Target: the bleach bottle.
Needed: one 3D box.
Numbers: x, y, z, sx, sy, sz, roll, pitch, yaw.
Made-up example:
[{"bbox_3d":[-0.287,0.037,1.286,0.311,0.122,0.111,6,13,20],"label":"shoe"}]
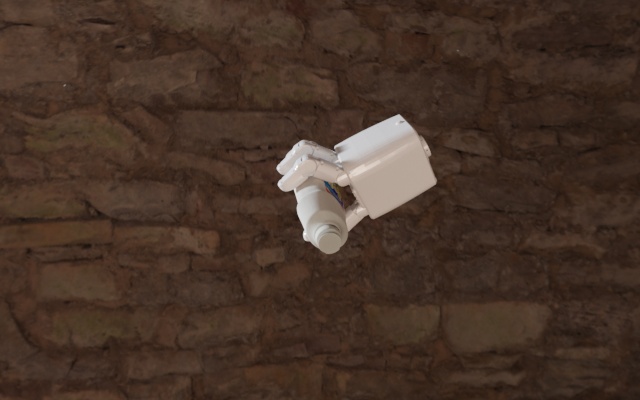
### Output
[{"bbox_3d":[0.000,0.002,0.675,0.068,0.103,0.250,-28,26,7],"label":"bleach bottle"}]
